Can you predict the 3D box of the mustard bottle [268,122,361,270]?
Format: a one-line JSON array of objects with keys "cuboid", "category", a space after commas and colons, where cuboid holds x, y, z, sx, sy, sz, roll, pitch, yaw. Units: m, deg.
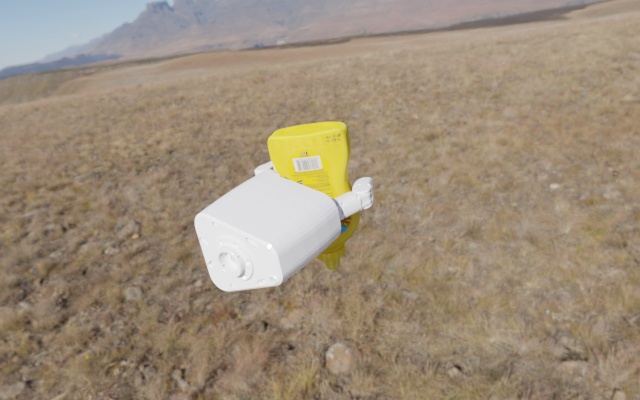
[{"cuboid": [0.000, 0.002, 0.599, 0.096, 0.192, 0.058, -6, 23, 13], "category": "mustard bottle"}]
